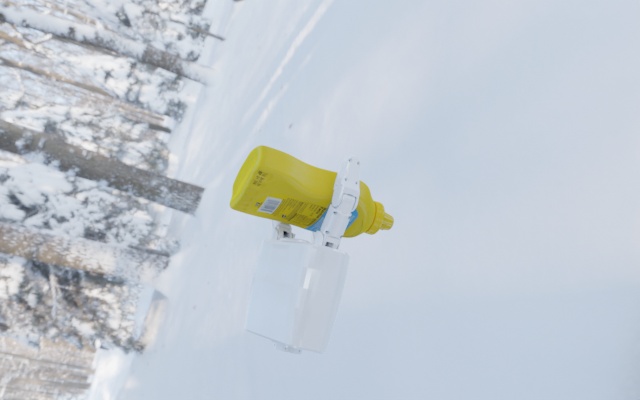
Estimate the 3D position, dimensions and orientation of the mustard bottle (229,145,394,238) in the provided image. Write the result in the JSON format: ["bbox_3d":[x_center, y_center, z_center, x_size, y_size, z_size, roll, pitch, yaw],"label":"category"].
[{"bbox_3d":[0.000,0.001,0.550,0.191,0.058,0.096,18,-37,-21],"label":"mustard bottle"}]
